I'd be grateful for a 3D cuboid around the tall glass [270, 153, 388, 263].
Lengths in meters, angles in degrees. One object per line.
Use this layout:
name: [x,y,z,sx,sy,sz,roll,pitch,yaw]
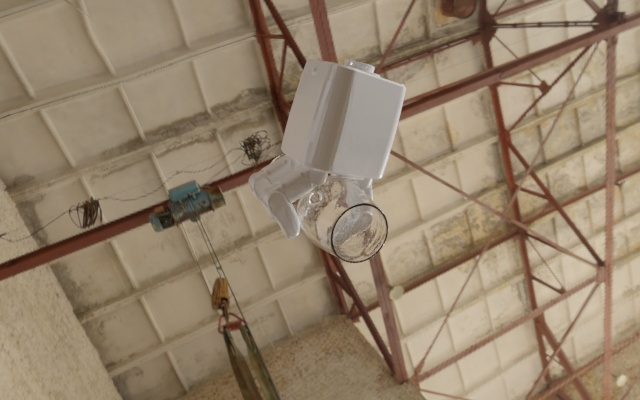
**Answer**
tall glass: [0.000,0.002,0.542,0.079,0.079,0.201,0,18,-24]
